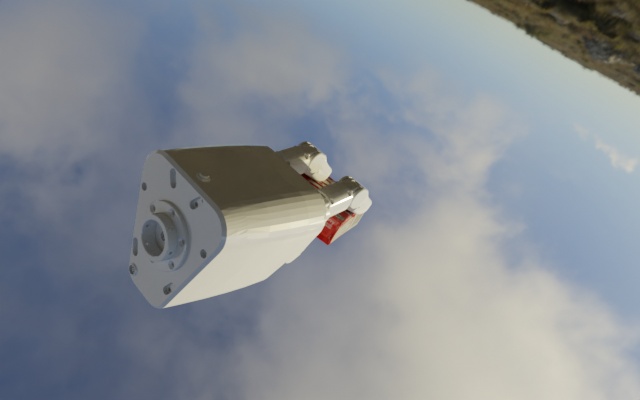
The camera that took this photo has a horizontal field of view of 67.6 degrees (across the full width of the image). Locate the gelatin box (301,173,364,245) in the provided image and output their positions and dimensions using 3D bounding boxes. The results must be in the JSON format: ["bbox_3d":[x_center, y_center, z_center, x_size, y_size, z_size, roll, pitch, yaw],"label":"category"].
[{"bbox_3d":[0.000,0.002,0.468,0.073,0.030,0.089,36,21,12],"label":"gelatin box"}]
